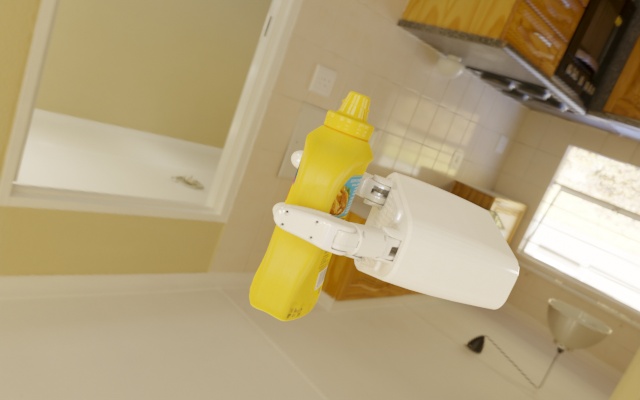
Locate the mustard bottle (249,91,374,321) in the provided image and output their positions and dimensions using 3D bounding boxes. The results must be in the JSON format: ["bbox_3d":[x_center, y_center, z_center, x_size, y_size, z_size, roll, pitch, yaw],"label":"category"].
[{"bbox_3d":[0.000,0.001,0.409,0.058,0.192,0.096,24,12,12],"label":"mustard bottle"}]
